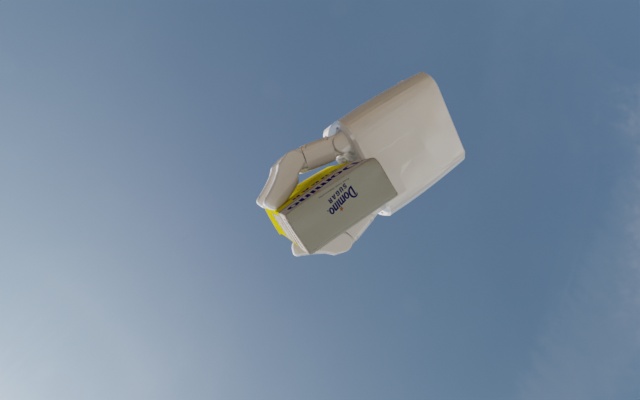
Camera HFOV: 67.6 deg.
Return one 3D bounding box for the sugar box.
[{"bbox_3d":[0.000,0.001,0.471,0.093,0.048,0.176,-34,5,-10],"label":"sugar box"}]
